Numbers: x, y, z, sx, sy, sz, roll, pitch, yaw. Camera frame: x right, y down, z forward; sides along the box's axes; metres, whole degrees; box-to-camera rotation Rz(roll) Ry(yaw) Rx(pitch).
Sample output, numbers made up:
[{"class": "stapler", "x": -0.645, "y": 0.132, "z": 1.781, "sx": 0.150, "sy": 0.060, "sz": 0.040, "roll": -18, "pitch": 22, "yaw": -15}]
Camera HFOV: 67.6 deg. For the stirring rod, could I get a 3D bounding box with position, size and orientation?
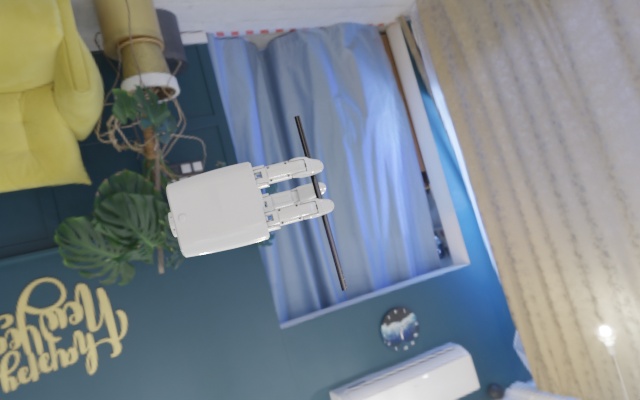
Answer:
[{"class": "stirring rod", "x": 0.000, "y": 0.002, "z": 0.636, "sx": 0.011, "sy": 0.239, "sz": 0.011, "roll": -15, "pitch": -4, "yaw": -1}]
